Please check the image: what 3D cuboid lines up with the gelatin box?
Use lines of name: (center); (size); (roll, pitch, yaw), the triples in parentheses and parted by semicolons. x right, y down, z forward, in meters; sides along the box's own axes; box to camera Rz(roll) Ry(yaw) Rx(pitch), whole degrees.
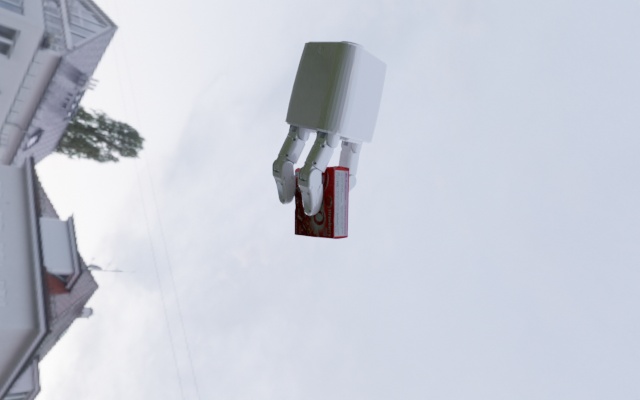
gelatin box: (0.000, 0.002, 0.603); (0.030, 0.089, 0.073); (0, 1, -44)
